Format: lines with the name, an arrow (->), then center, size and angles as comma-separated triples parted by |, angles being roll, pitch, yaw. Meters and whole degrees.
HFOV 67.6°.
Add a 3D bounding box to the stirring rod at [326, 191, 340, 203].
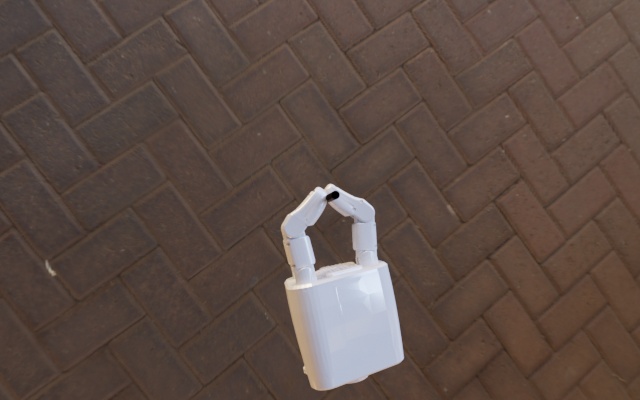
stirring rod -> 0.000, 0.002, 0.560 | 0.011, 0.011, 0.239 | 0, -3, -7
